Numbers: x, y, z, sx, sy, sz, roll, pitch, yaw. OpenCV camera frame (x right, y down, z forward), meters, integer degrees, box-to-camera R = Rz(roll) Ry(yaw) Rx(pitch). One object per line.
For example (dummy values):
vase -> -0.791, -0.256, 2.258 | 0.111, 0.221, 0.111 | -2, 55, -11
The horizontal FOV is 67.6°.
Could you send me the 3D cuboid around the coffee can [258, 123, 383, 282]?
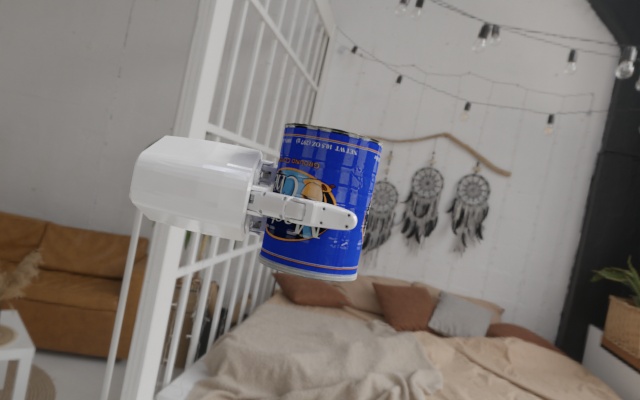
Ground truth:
coffee can -> 0.000, 0.002, 0.488 | 0.103, 0.140, 0.103 | 11, 2, 0
